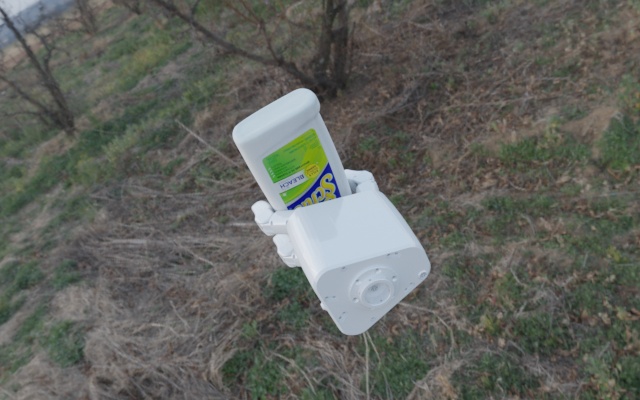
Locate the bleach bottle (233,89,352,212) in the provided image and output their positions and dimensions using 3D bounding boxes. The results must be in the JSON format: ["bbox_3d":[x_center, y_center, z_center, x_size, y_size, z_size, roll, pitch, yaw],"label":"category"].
[{"bbox_3d":[0.000,0.002,0.567,0.102,0.251,0.068,-30,31,0],"label":"bleach bottle"}]
